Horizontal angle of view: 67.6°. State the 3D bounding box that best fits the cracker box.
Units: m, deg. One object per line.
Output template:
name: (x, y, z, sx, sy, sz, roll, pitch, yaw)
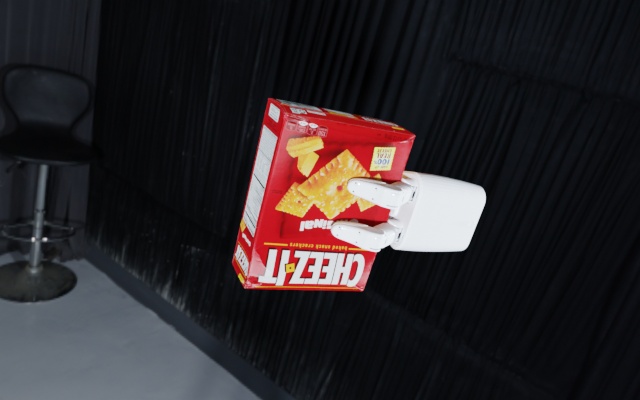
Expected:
cracker box: (0.000, 0.002, 0.569, 0.164, 0.214, 0.072, 6, 21, -25)
